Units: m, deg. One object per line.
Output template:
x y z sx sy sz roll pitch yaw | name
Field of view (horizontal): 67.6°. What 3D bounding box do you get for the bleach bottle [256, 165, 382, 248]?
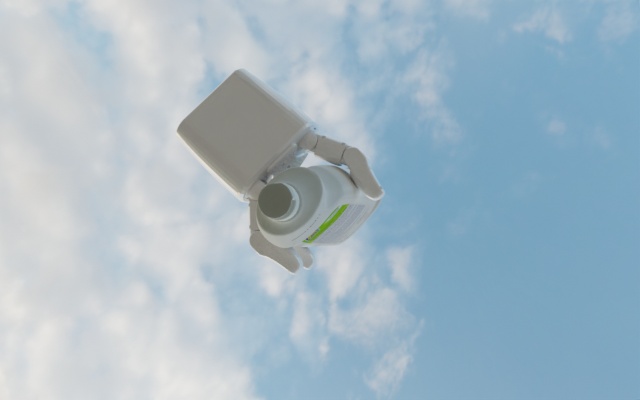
0.000 0.002 0.492 0.068 0.102 0.251 42 6 13 | bleach bottle
